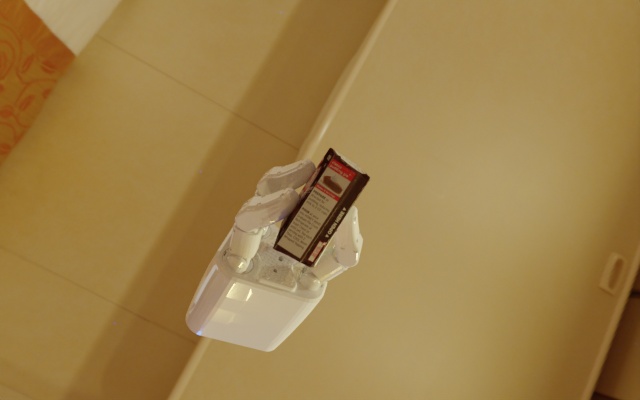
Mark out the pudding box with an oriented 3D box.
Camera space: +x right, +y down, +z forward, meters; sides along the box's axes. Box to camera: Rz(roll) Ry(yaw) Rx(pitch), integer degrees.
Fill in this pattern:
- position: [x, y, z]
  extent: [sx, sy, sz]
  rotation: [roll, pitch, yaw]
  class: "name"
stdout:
- position: [0.000, 0.002, 0.418]
  extent: [0.039, 0.090, 0.113]
  rotation: [31, 7, -7]
  class: "pudding box"
